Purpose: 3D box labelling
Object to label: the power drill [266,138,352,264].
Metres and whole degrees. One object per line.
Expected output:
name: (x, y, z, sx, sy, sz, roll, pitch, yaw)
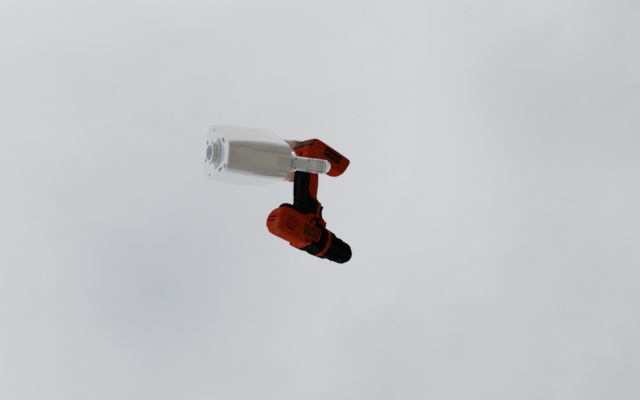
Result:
power drill: (0.000, 0.002, 0.824, 0.057, 0.187, 0.184, -12, -32, 42)
